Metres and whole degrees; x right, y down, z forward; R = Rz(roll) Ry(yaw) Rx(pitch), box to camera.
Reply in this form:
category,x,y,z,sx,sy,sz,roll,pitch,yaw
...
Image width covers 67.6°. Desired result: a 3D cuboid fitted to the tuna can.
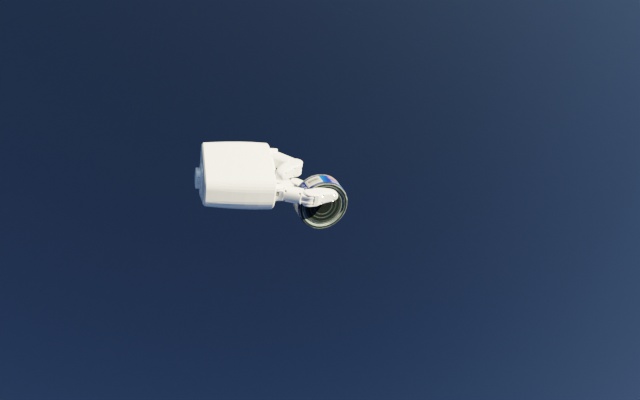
category,x,y,z,sx,sy,sz,roll,pitch,yaw
tuna can,0.000,0.003,0.784,0.086,0.086,0.033,0,26,-21
